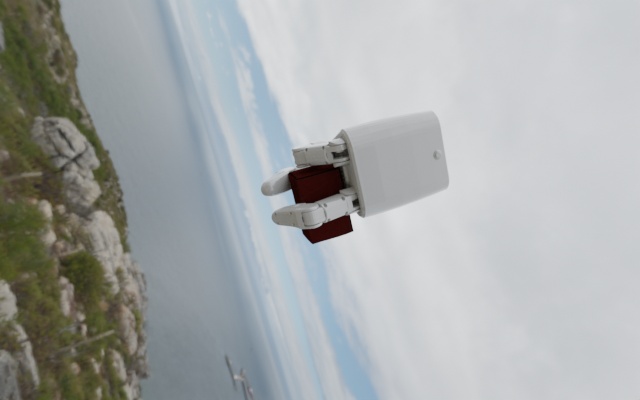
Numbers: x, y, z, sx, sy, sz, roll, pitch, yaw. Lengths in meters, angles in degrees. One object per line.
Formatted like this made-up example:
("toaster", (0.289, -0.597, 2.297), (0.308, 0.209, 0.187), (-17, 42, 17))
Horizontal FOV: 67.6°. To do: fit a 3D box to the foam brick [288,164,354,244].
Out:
("foam brick", (0.000, 0.002, 0.541), (0.051, 0.078, 0.053), (-16, 15, -11))
